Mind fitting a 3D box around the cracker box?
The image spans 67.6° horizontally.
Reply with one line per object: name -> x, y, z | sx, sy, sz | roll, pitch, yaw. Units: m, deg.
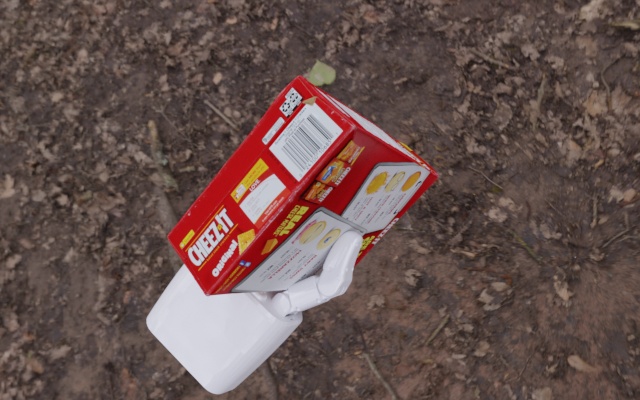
cracker box -> 0.000, 0.001, 0.424 | 0.072, 0.164, 0.214 | 48, 16, 24
